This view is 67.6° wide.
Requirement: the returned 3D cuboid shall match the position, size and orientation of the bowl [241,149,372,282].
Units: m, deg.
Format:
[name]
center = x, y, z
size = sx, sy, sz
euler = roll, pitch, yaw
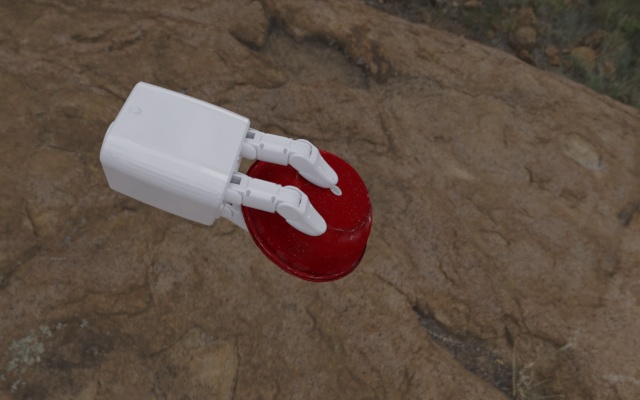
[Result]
[bowl]
center = 0.001, 0.002, 0.507
size = 0.162, 0.162, 0.055
euler = 0, -26, -36
